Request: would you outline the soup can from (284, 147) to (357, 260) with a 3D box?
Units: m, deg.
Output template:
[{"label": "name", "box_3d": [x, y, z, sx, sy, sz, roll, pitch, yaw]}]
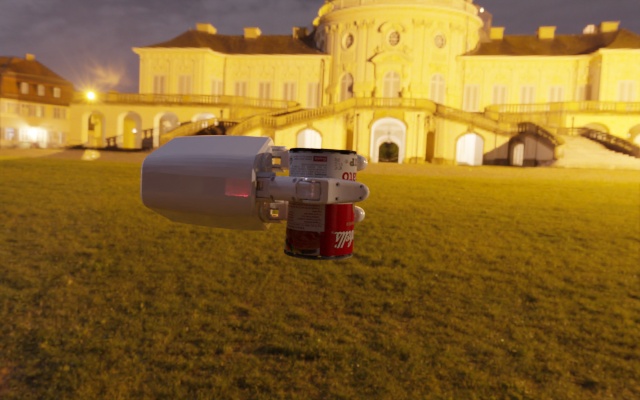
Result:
[{"label": "soup can", "box_3d": [0.001, 0.001, 0.464, 0.068, 0.102, 0.068, 3, 4, 0]}]
